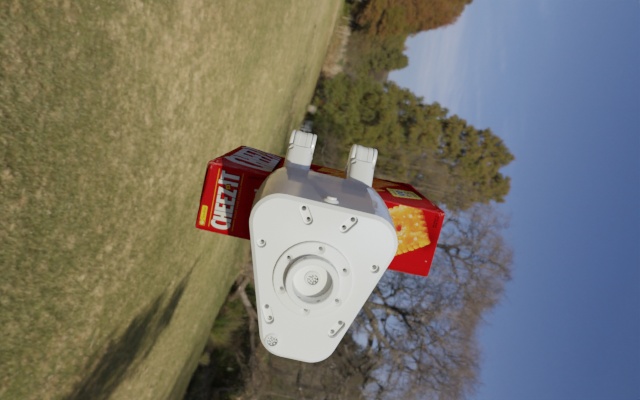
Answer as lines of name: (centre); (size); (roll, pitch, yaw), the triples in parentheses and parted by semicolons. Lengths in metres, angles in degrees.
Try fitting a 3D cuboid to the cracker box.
cracker box: (0.000, 0.002, 0.495); (0.214, 0.072, 0.164); (13, 10, -3)
